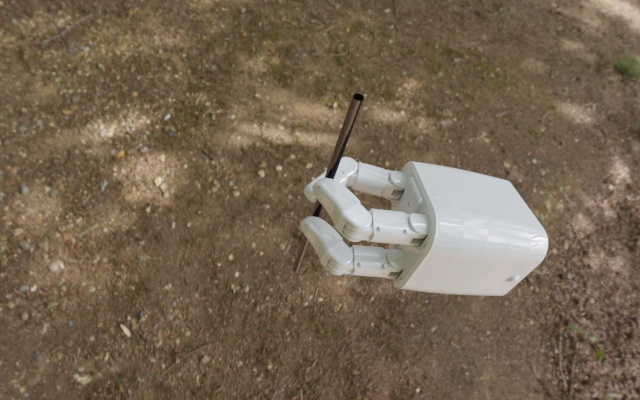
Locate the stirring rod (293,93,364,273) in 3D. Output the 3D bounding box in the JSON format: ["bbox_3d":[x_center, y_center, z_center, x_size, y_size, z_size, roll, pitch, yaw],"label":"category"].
[{"bbox_3d":[0.000,0.001,0.424,0.011,0.011,0.240,0,-38,-16],"label":"stirring rod"}]
